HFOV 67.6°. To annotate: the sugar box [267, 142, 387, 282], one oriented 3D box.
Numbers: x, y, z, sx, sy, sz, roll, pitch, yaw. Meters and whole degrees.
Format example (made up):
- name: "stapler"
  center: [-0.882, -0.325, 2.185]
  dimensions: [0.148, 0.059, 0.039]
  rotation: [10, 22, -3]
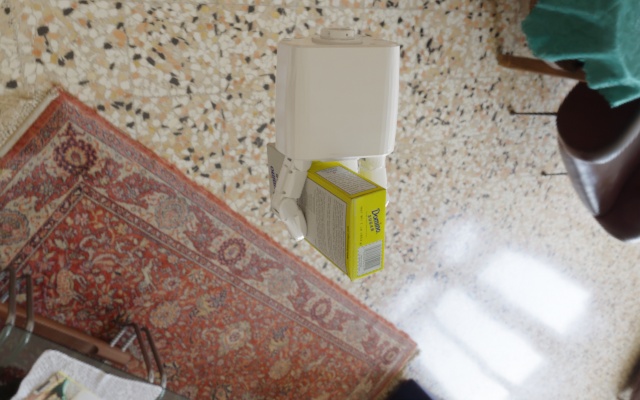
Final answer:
- name: "sugar box"
  center: [0.001, 0.001, 0.513]
  dimensions: [0.048, 0.093, 0.176]
  rotation: [-15, 30, -25]
